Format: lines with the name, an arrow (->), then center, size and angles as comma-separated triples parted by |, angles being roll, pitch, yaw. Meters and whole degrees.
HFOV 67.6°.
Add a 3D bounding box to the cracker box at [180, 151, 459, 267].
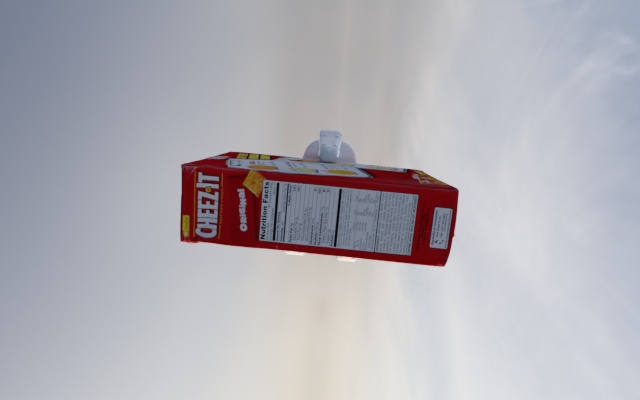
cracker box -> 0.000, 0.001, 0.442 | 0.214, 0.072, 0.164 | 5, 9, 2
